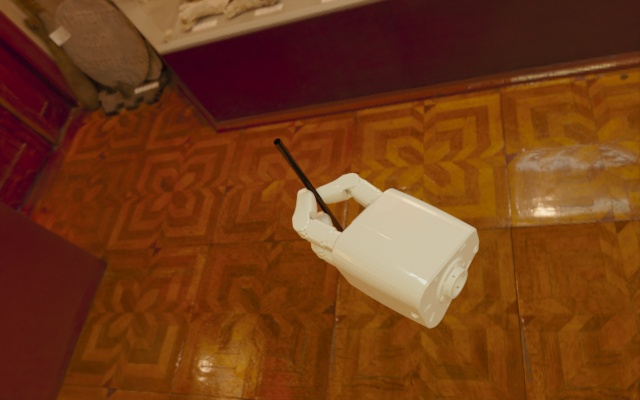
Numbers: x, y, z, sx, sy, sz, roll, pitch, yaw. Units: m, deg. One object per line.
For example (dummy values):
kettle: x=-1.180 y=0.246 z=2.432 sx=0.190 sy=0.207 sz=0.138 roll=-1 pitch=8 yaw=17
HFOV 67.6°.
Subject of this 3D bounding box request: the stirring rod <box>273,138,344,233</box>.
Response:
stirring rod: x=0.000 y=0.002 z=0.573 sx=0.011 sy=0.011 sz=0.240 roll=0 pitch=-31 yaw=25
